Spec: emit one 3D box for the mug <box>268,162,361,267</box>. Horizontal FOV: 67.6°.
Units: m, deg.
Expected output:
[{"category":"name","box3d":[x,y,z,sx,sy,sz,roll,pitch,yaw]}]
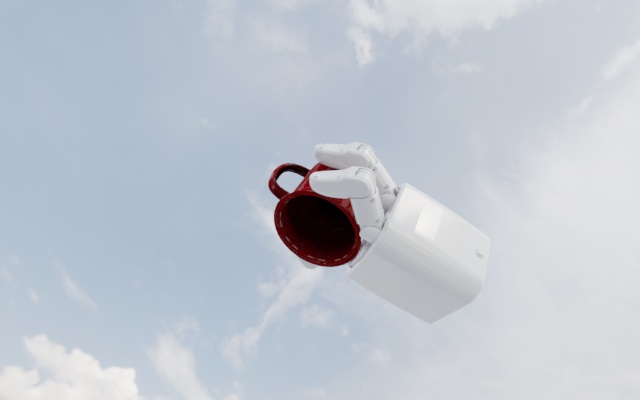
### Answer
[{"category":"mug","box3d":[-0.001,0.001,0.499,0.117,0.093,0.081,32,41,1]}]
